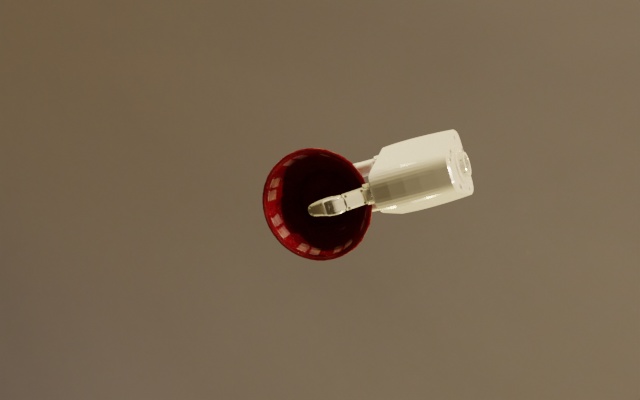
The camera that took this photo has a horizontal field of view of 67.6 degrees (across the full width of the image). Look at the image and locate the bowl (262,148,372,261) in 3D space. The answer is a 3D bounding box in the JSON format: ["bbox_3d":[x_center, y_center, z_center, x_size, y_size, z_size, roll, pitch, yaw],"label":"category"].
[{"bbox_3d":[-0.001,0.002,0.691,0.162,0.162,0.055,0,12,18],"label":"bowl"}]
